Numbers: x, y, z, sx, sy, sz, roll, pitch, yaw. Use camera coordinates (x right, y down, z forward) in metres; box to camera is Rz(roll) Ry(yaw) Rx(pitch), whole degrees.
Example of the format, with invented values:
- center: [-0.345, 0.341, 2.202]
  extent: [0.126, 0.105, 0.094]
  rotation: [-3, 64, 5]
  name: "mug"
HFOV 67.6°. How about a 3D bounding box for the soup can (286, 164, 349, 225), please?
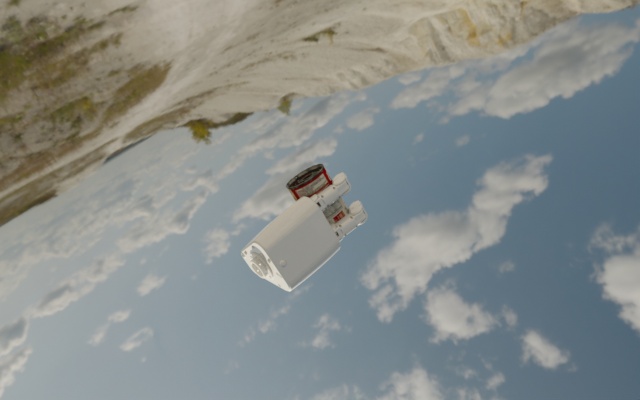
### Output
- center: [0.001, 0.002, 0.758]
  extent: [0.068, 0.102, 0.068]
  rotation: [-28, 17, 10]
  name: "soup can"
